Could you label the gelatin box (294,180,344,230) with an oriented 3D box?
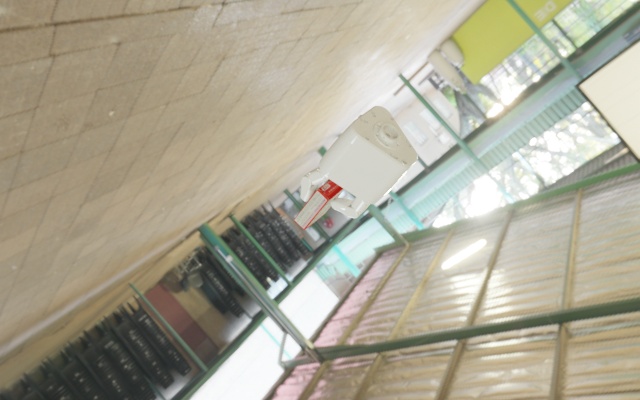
[{"bbox_3d":[0.000,0.003,0.837,0.089,0.030,0.073,-52,-9,36],"label":"gelatin box"}]
